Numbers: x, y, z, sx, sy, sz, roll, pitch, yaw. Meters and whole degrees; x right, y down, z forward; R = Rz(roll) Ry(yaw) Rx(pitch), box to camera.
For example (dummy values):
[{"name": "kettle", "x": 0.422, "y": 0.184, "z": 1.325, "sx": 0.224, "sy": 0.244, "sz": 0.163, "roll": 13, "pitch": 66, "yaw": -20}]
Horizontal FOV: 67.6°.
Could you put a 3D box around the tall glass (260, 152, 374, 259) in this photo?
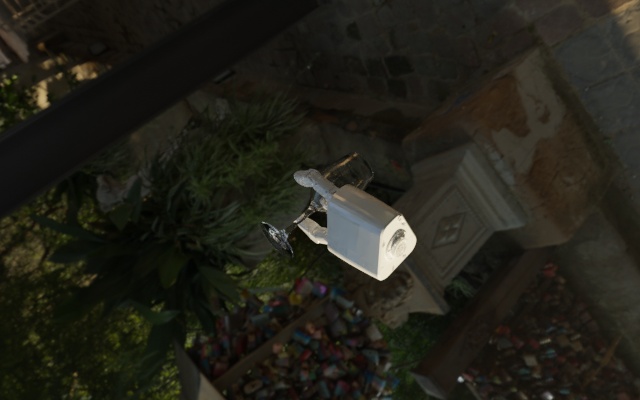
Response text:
[{"name": "tall glass", "x": 0.000, "y": 0.003, "z": 0.787, "sx": 0.201, "sy": 0.079, "sz": 0.079, "roll": -42, "pitch": 19, "yaw": -23}]
